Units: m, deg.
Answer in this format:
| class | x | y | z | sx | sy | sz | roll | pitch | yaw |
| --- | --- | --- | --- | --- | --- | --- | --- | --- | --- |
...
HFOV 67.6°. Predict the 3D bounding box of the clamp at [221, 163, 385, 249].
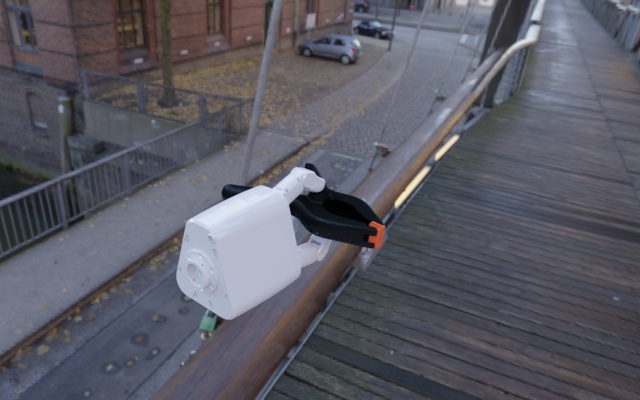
| class | x | y | z | sx | sy | sz | roll | pitch | yaw |
| --- | --- | --- | --- | --- | --- | --- | --- | --- | --- |
| clamp | 0.000 | 0.002 | 0.622 | 0.210 | 0.036 | 0.164 | 23 | 31 | 30 |
